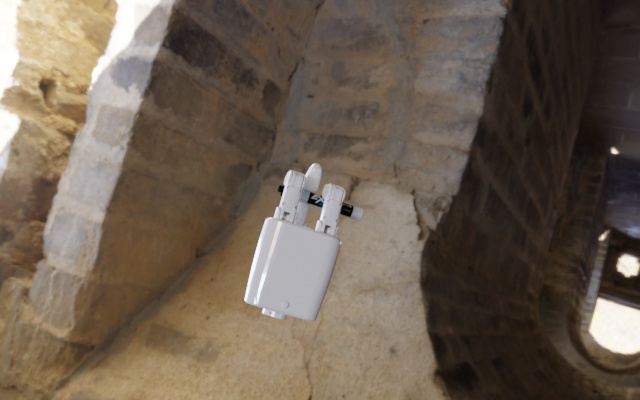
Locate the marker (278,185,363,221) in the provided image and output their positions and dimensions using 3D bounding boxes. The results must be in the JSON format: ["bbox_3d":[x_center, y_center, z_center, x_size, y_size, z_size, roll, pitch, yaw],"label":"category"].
[{"bbox_3d":[0.000,0.002,0.653,0.121,0.020,0.020,18,-4,-11],"label":"marker"}]
